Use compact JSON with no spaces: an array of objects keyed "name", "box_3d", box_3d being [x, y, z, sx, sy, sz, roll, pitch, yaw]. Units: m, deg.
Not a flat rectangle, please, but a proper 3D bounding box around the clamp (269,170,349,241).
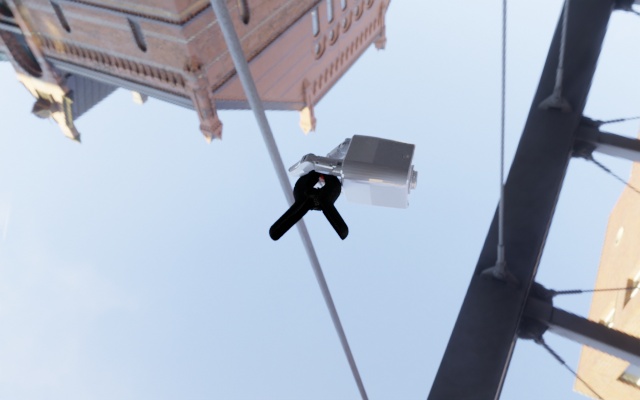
[{"name":"clamp","box_3d":[0.000,0.003,0.752,0.120,0.171,0.039,9,-42,14]}]
